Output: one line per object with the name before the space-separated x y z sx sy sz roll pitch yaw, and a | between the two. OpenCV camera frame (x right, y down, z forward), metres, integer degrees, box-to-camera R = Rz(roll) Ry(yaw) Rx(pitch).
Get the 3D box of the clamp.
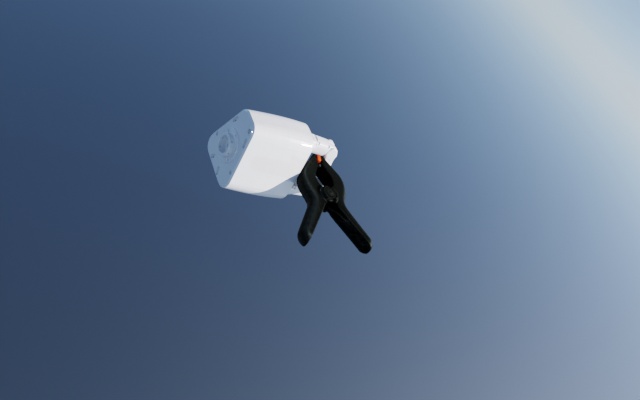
clamp | 0.000 0.002 0.687 0.120 0.171 0.039 7 -42 -43
